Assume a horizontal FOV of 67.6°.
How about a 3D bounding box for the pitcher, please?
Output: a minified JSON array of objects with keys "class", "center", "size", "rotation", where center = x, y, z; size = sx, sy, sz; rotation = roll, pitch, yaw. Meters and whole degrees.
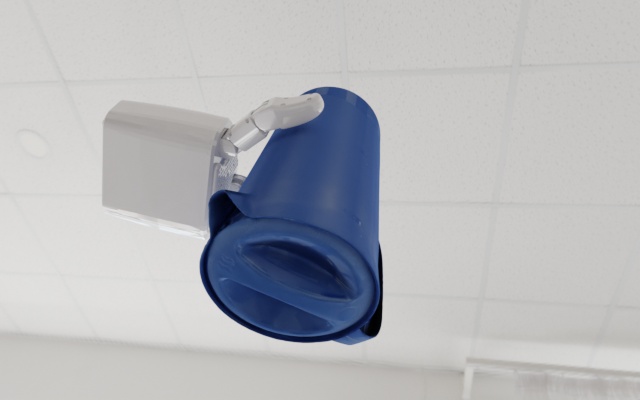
[{"class":"pitcher","center":[0.000,0.001,0.439],"size":[0.145,0.149,0.242],"rotation":[10,39,4]}]
